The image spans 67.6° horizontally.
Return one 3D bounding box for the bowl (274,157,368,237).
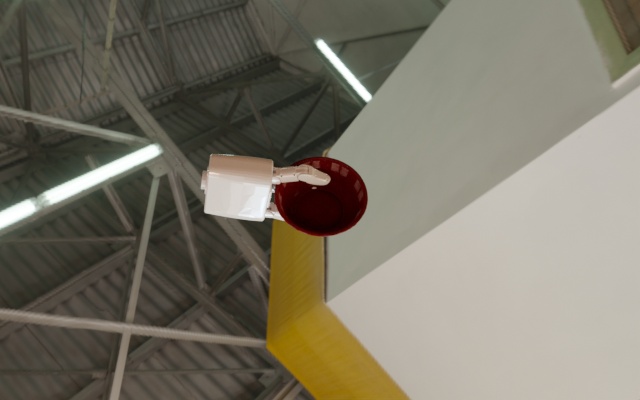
[{"bbox_3d":[0.001,0.003,0.841,0.162,0.162,0.055,0,-32,-3],"label":"bowl"}]
